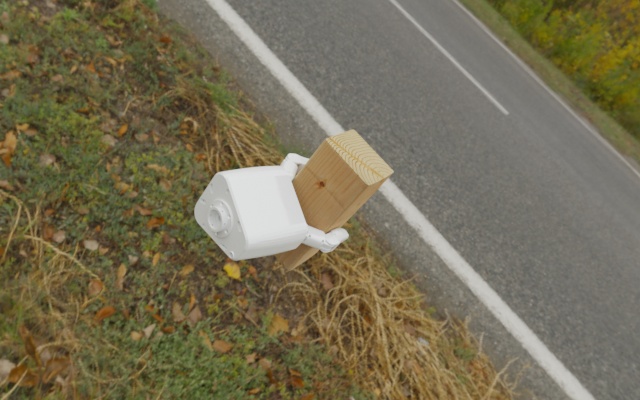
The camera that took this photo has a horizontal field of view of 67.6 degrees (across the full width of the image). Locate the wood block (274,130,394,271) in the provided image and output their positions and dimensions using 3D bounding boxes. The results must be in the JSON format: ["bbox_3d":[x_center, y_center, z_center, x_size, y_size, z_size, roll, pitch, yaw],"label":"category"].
[{"bbox_3d":[0.000,0.003,0.724,0.206,0.091,0.090,-48,-12,34],"label":"wood block"}]
